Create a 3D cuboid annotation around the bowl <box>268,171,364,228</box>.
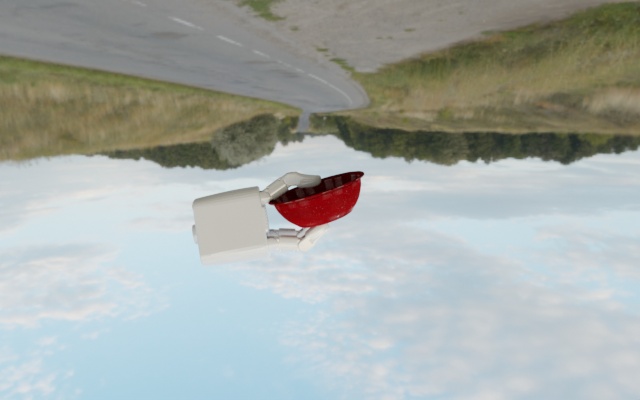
[{"bbox_3d":[0.002,0.003,0.769,0.162,0.055,0.162,-17,9,3],"label":"bowl"}]
